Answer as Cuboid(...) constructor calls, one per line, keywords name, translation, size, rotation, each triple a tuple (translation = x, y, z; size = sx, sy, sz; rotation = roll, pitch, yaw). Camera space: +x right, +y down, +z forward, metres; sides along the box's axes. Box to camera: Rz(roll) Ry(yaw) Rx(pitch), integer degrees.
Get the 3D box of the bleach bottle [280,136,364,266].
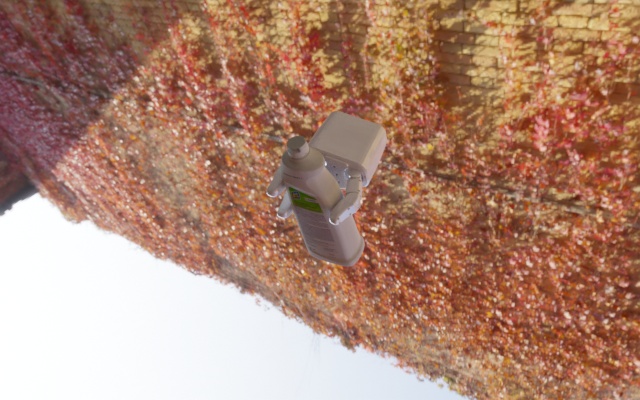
Cuboid(name="bleach bottle", translation=(0.000, 0.003, 0.763), size=(0.102, 0.068, 0.251), rotation=(12, -38, 26))
